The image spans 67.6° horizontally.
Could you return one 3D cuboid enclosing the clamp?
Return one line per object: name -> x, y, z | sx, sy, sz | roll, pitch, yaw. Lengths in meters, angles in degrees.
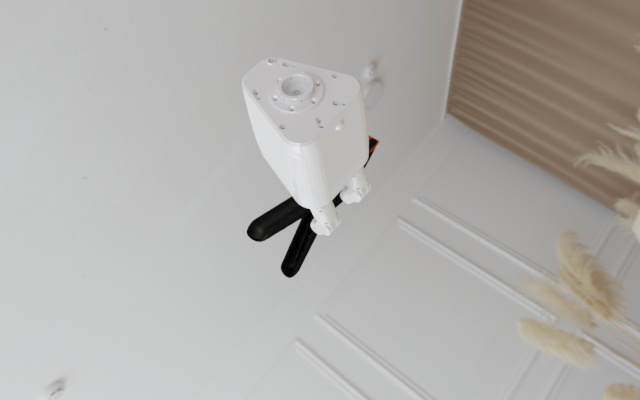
clamp -> 0.000, 0.001, 0.599 | 0.036, 0.210, 0.165 | 35, -20, 21
